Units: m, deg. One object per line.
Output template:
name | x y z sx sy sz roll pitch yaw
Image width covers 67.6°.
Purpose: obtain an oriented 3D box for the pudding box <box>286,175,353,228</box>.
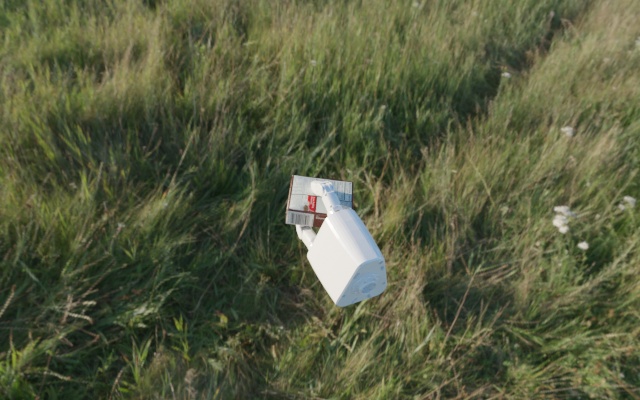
pudding box | 0.000 0.003 0.828 0.113 0.039 0.090 8 44 -3
